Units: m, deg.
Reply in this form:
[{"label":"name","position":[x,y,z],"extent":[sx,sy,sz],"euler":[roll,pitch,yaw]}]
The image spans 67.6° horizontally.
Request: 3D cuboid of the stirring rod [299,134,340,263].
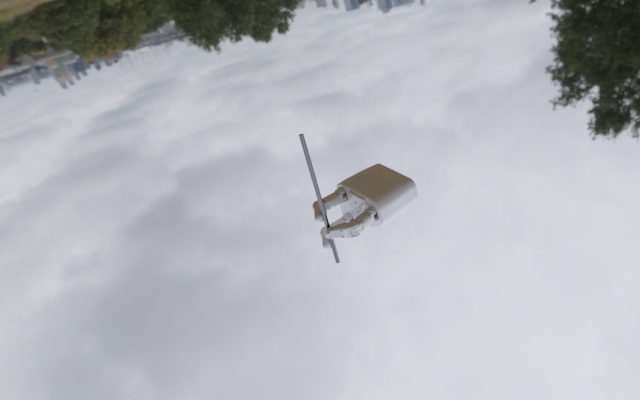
[{"label":"stirring rod","position":[0.000,0.002,0.799],"extent":[0.011,0.240,0.011],"euler":[-14,23,6]}]
